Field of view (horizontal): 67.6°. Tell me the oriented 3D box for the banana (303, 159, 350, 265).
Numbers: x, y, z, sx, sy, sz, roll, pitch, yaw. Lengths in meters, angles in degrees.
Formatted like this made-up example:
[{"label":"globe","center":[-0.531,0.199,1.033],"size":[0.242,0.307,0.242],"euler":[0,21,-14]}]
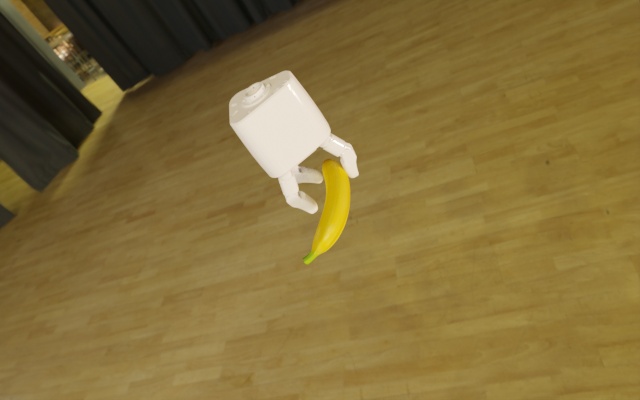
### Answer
[{"label":"banana","center":[0.015,0.001,0.724],"size":[0.069,0.197,0.037],"euler":[-14,-45,31]}]
